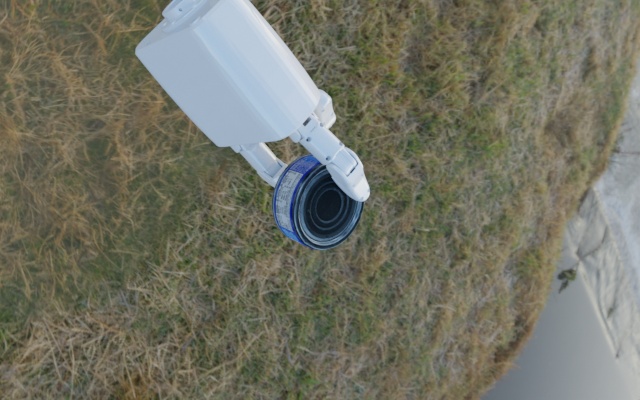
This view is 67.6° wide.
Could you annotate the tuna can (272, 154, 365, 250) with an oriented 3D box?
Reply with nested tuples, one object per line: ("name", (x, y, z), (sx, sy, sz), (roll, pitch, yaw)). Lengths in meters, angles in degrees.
("tuna can", (0.000, 0.002, 0.439), (0.086, 0.086, 0.033), (0, 14, -40))
